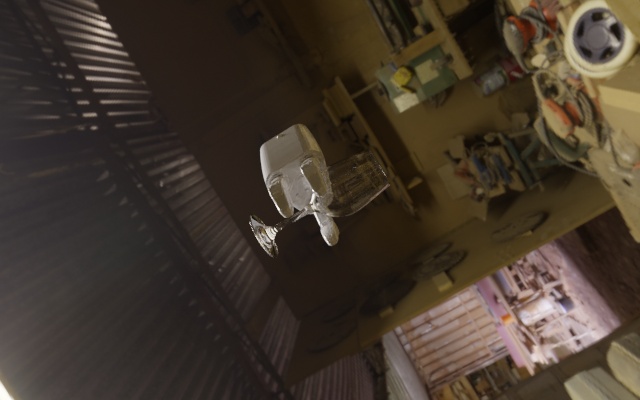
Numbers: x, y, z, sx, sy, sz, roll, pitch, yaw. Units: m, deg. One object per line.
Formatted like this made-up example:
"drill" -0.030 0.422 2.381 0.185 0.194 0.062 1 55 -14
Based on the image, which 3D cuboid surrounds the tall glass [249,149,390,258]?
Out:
"tall glass" 0.000 0.003 0.699 0.201 0.079 0.079 -31 -4 7
